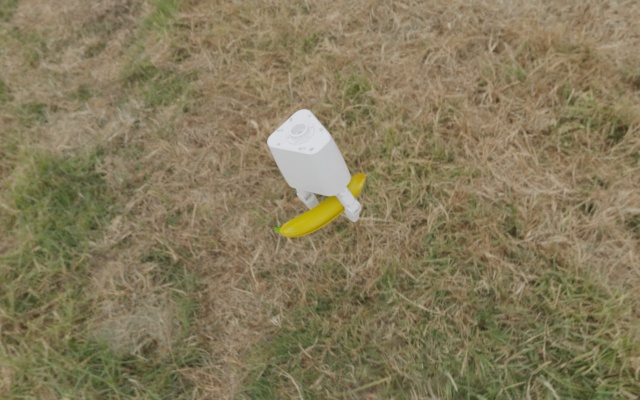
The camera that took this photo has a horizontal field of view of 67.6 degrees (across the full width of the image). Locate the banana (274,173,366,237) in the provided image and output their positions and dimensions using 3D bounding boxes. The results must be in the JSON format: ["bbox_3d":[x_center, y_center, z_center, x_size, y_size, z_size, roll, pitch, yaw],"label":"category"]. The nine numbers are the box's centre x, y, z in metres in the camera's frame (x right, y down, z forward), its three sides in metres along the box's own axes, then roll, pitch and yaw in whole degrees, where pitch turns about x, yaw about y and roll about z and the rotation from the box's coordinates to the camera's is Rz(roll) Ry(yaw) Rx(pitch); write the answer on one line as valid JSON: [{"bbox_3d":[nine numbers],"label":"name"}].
[{"bbox_3d":[0.002,0.015,0.860,0.198,0.037,0.069,-31,39,4],"label":"banana"}]
